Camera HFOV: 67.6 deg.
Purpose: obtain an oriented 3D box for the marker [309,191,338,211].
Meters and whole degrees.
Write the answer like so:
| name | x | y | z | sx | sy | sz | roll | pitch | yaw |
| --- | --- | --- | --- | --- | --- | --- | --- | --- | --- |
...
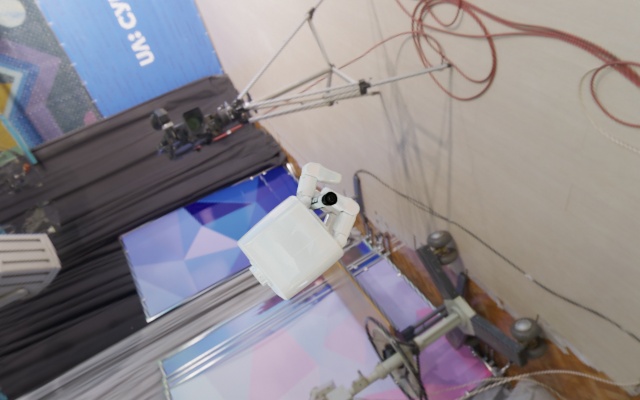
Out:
| name | x | y | z | sx | sy | sz | roll | pitch | yaw |
| --- | --- | --- | --- | --- | --- | --- | --- | --- | --- |
| marker | 0.000 | 0.002 | 0.669 | 0.020 | 0.020 | 0.121 | 0 | -5 | -14 |
